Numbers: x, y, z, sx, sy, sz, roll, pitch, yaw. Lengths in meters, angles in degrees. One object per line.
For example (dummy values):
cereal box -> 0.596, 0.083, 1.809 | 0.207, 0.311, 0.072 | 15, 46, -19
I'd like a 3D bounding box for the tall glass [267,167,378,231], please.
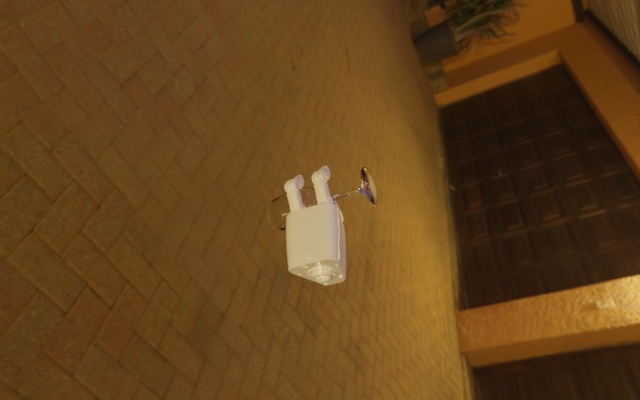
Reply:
tall glass -> 0.001, 0.003, 0.891 | 0.201, 0.079, 0.079 | -17, -7, 22
